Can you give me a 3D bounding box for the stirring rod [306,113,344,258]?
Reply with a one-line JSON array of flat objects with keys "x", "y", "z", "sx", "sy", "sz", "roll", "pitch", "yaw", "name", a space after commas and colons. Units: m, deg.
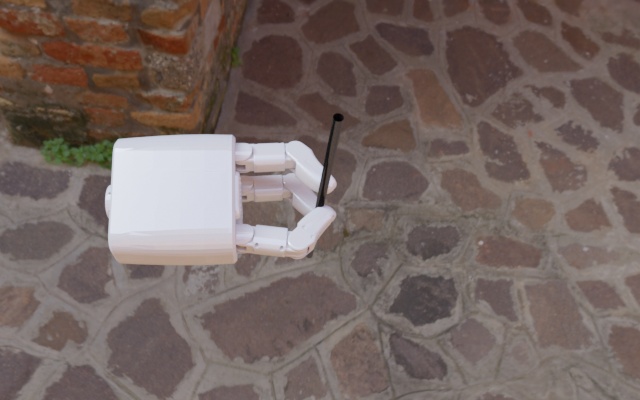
[{"x": 0.000, "y": 0.002, "z": 0.448, "sx": 0.011, "sy": 0.011, "sz": 0.240, "roll": 0, "pitch": -31, "yaw": -7, "name": "stirring rod"}]
